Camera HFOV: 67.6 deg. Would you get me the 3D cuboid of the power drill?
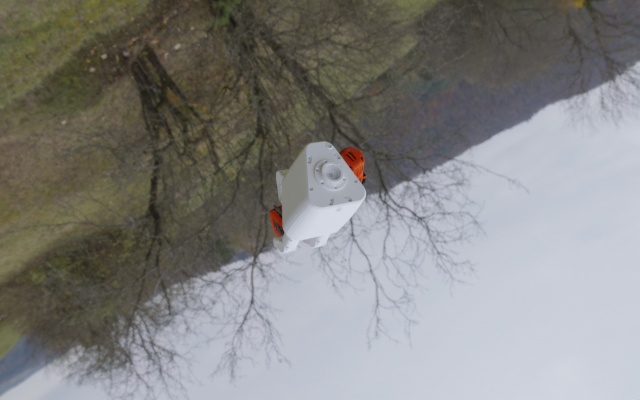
[{"bbox_3d":[0.000,0.003,0.851,0.187,0.057,0.184,-41,-19,-15],"label":"power drill"}]
